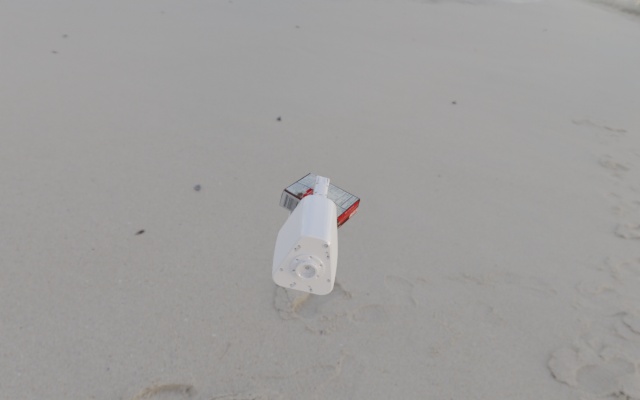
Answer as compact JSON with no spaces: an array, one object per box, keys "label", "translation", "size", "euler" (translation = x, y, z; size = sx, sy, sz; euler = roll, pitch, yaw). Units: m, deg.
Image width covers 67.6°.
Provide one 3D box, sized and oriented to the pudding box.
[{"label":"pudding box","translation":[0.000,0.003,0.836],"size":[0.113,0.039,0.090],"euler":[30,34,18]}]
